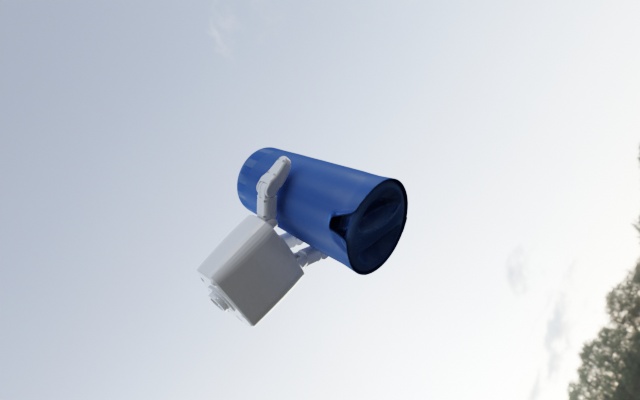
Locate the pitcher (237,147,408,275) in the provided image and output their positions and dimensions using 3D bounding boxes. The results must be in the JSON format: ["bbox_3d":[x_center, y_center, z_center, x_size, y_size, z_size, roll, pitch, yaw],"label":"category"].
[{"bbox_3d":[0.000,0.002,0.696,0.242,0.149,0.145,23,58,38],"label":"pitcher"}]
